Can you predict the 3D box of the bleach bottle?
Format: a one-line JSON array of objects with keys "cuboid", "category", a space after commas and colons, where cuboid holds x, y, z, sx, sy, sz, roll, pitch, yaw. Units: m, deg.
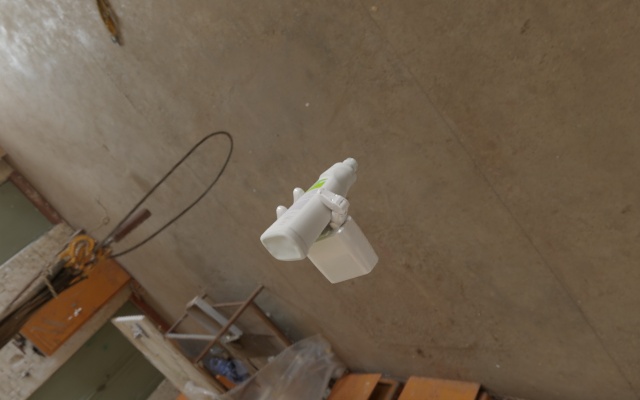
[{"cuboid": [0.000, 0.003, 0.888, 0.102, 0.068, 0.250, -14, 29, 52], "category": "bleach bottle"}]
